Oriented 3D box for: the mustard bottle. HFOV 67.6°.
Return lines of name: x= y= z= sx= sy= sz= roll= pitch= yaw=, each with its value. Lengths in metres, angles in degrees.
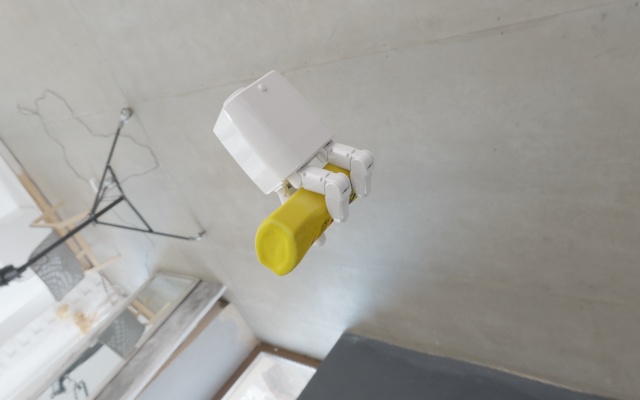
mustard bottle: x=0.000 y=0.002 z=0.586 sx=0.058 sy=0.096 sz=0.191 roll=33 pitch=50 yaw=13
